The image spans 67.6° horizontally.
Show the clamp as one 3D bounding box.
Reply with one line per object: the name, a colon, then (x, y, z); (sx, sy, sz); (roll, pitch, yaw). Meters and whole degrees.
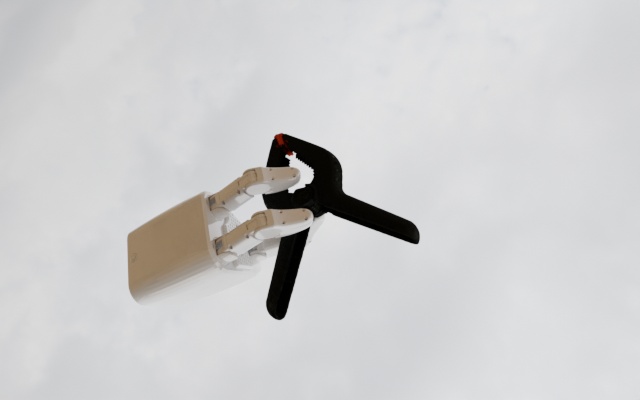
clamp: (0.000, 0.002, 0.504); (0.164, 0.209, 0.036); (-24, -35, 10)
